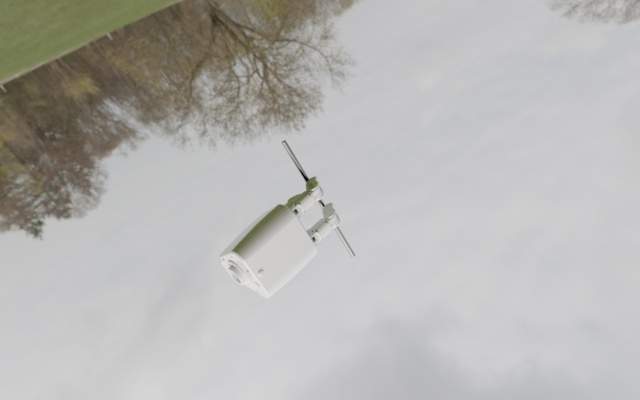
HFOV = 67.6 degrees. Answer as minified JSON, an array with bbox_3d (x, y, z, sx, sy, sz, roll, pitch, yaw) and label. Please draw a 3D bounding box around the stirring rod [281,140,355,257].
[{"bbox_3d":[0.000,0.003,0.792,0.011,0.240,0.011,-26,23,12],"label":"stirring rod"}]
